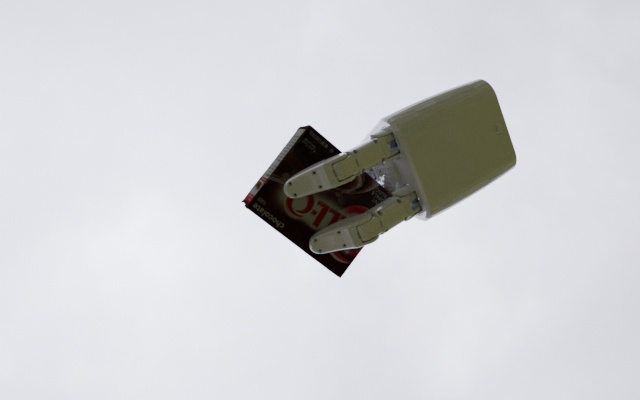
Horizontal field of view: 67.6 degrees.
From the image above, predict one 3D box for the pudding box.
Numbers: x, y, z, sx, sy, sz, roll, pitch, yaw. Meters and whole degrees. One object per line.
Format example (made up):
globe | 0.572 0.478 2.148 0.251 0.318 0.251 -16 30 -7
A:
pudding box | 0.000 0.001 0.433 0.113 0.090 0.039 38 -5 -16
